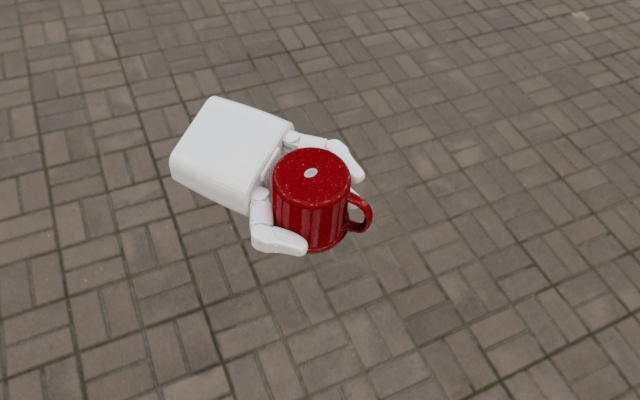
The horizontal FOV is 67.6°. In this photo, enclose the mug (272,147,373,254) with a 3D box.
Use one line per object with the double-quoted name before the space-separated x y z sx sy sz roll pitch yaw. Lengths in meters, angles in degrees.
"mug" 0.001 0.002 0.512 0.117 0.093 0.082 22 -35 12
